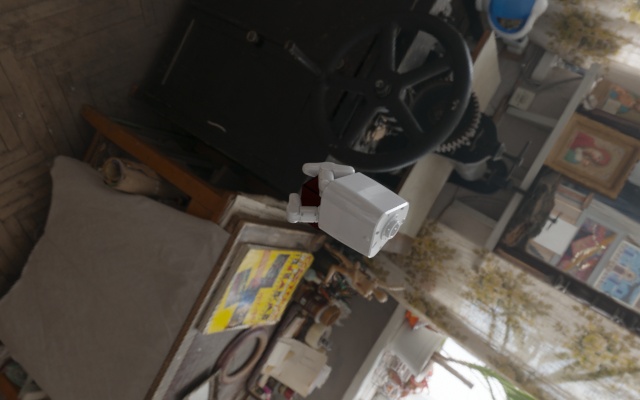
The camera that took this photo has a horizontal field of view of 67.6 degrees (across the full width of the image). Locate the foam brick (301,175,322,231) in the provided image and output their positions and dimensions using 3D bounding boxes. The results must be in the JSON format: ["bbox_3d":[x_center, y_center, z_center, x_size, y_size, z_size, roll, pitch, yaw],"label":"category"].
[{"bbox_3d":[0.000,0.003,0.840,0.051,0.078,0.053,33,46,26],"label":"foam brick"}]
